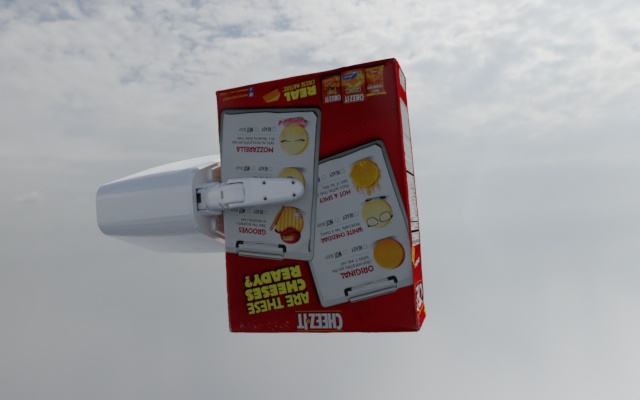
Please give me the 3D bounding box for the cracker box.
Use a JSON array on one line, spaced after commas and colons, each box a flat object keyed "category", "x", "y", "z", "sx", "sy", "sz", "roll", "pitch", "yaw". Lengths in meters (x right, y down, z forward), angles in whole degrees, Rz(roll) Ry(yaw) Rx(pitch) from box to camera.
[{"category": "cracker box", "x": 0.000, "y": 0.001, "z": 0.418, "sx": 0.164, "sy": 0.213, "sz": 0.072, "roll": -6, "pitch": -3, "yaw": 19}]
